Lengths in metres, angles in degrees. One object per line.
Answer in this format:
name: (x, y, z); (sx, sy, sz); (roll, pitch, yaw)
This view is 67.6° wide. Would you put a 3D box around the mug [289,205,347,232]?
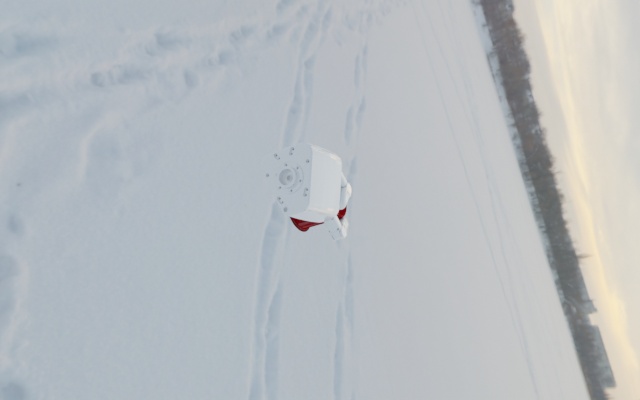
mug: (0.001, 0.003, 0.866); (0.081, 0.093, 0.117); (-16, -12, 23)
